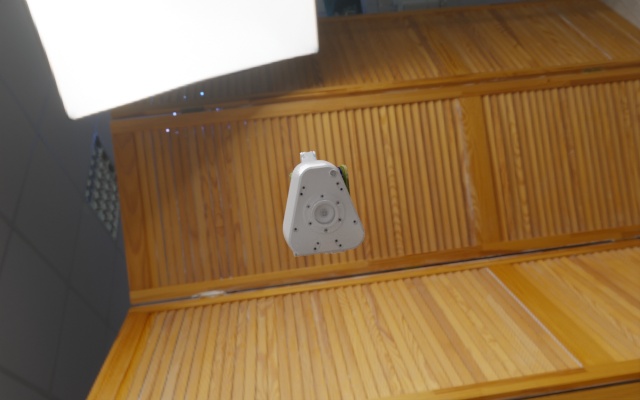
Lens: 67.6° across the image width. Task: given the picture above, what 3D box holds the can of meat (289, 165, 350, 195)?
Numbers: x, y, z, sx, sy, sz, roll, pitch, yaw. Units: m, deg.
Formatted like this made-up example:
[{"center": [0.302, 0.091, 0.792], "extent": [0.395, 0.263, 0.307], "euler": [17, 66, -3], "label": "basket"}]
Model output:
[{"center": [0.000, 0.002, 0.713], "extent": [0.084, 0.102, 0.057], "euler": [-7, 10, -5], "label": "can of meat"}]
